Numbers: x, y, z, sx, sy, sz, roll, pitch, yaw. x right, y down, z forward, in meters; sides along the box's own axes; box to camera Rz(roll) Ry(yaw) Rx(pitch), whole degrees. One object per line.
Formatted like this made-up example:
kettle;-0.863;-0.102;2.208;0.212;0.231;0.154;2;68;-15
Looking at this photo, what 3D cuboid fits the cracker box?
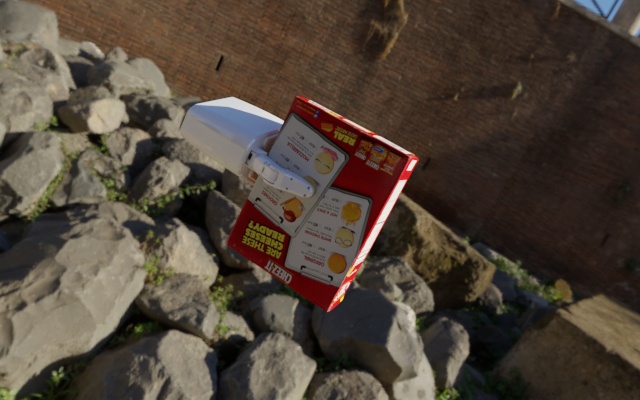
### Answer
cracker box;0.000;0.002;0.605;0.164;0.214;0.072;31;13;17
